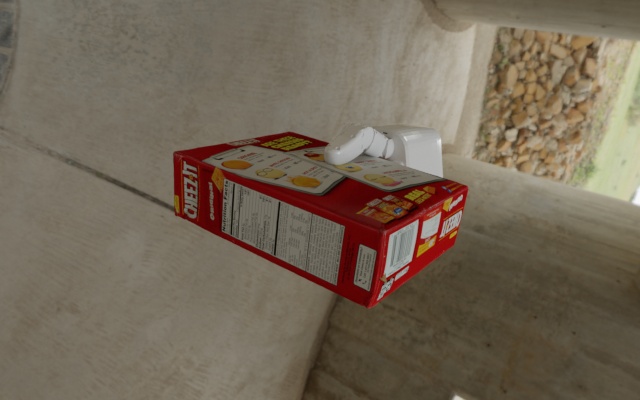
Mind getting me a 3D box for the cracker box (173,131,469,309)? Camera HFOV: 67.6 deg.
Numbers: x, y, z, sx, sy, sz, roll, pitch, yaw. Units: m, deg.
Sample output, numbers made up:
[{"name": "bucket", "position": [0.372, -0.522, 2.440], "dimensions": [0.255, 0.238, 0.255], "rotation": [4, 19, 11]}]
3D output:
[{"name": "cracker box", "position": [0.000, 0.001, 0.434], "dimensions": [0.213, 0.072, 0.164], "rotation": [20, 24, 31]}]
